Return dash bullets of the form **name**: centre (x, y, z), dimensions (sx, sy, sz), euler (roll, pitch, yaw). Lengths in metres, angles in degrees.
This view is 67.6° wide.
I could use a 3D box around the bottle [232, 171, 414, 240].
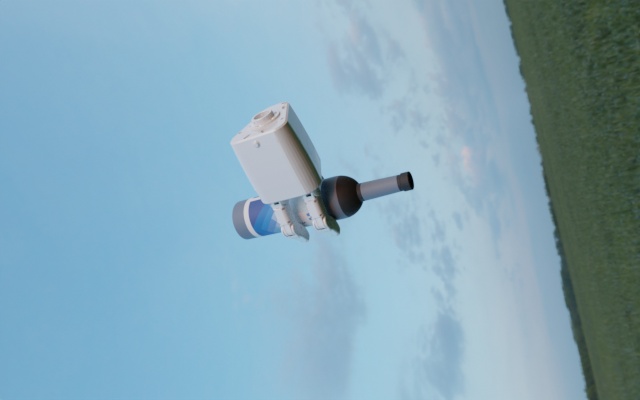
- **bottle**: centre (0.000, 0.003, 0.743), dimensions (0.296, 0.069, 0.069), euler (-14, -6, 26)
